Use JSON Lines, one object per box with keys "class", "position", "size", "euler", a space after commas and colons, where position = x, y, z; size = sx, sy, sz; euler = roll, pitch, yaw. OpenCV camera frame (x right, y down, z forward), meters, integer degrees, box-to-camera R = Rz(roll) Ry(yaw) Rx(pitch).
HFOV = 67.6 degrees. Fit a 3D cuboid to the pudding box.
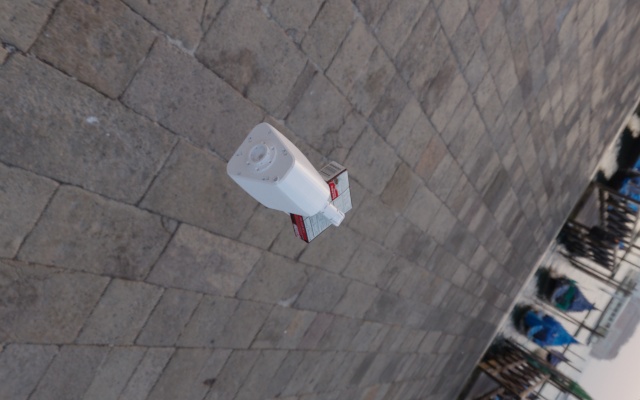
{"class": "pudding box", "position": [0.000, 0.003, 0.784], "size": [0.113, 0.090, 0.039], "euler": [-36, 47, -27]}
